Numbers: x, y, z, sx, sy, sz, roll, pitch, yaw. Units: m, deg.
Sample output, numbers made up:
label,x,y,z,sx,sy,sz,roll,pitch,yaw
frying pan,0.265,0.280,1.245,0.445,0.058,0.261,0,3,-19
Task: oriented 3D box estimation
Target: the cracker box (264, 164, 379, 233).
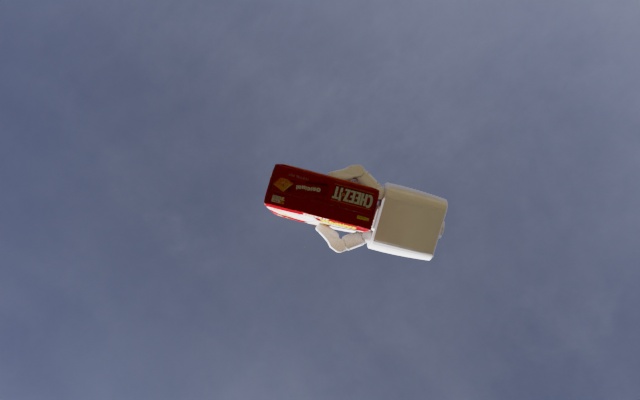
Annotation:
label,x,y,z,sx,sy,sz,roll,pitch,yaw
cracker box,0.000,0.003,0.803,0.164,0.072,0.214,14,-6,-1
